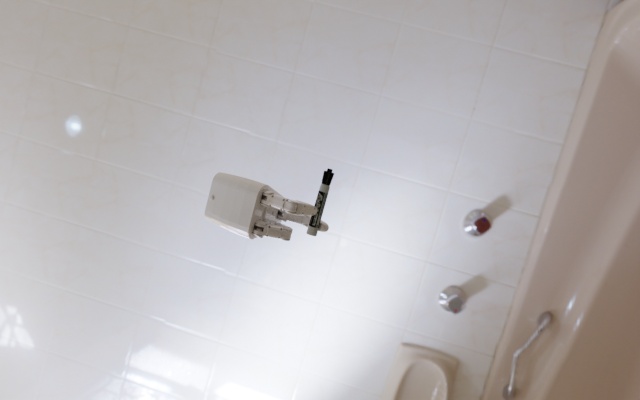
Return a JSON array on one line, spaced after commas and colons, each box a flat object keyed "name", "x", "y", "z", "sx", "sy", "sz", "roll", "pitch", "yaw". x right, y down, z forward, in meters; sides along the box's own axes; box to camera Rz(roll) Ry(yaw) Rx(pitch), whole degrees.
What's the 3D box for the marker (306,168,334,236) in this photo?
[{"name": "marker", "x": 0.000, "y": 0.003, "z": 0.836, "sx": 0.020, "sy": 0.121, "sz": 0.020, "roll": 16, "pitch": 5, "yaw": -1}]
